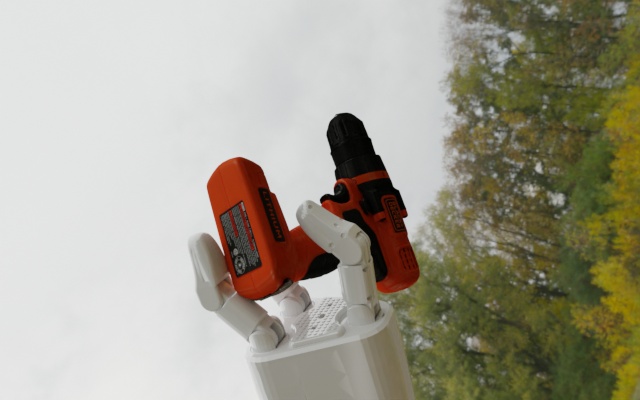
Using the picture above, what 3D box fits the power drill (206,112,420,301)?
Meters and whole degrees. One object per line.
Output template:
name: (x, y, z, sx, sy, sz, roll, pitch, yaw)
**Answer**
power drill: (0.000, 0.002, 0.415, 0.187, 0.184, 0.057, -5, -20, -43)
